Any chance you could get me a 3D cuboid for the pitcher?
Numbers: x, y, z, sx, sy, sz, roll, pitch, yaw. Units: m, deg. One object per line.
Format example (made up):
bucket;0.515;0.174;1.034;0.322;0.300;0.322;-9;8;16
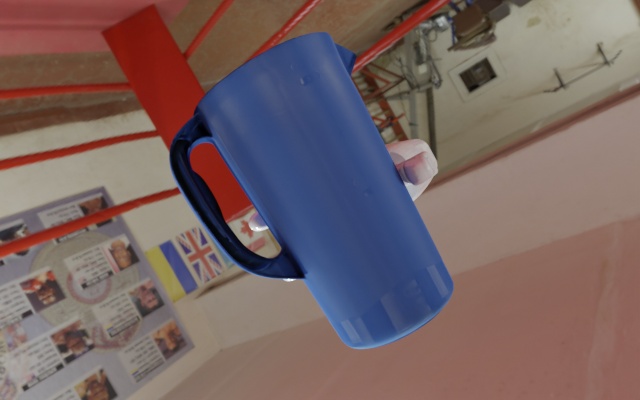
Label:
pitcher;0.000;0.001;0.404;0.149;0.243;0.145;-29;1;27
